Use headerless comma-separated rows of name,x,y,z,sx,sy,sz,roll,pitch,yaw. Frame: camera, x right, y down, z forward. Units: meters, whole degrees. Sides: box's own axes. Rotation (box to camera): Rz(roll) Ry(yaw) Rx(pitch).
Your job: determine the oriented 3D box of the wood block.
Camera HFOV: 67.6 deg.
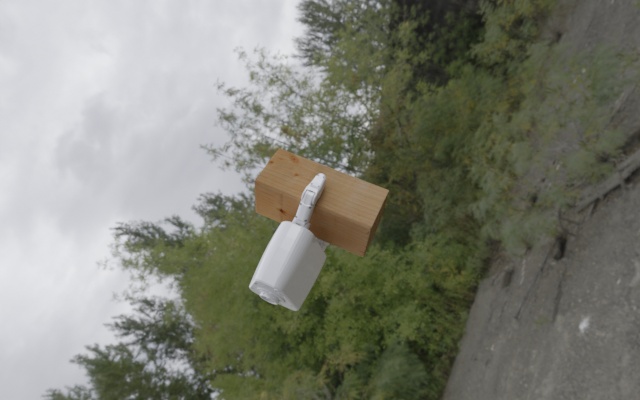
wood block,0.000,0.003,0.816,0.206,0.090,0.091,22,-38,11
